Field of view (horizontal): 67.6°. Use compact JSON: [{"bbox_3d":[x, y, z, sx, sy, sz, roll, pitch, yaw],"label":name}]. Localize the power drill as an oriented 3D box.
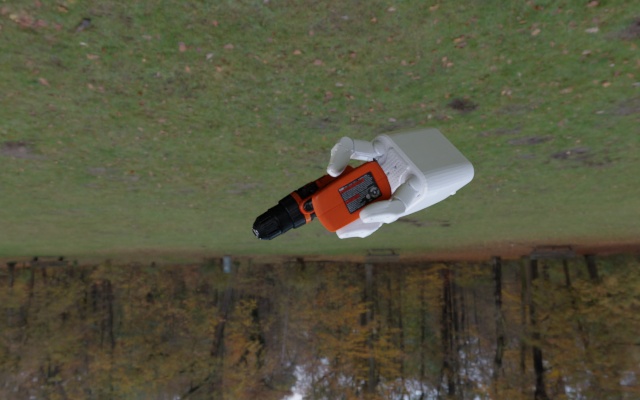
[{"bbox_3d":[0.000,0.002,0.658,0.184,0.057,0.187,-32,10,-16],"label":"power drill"}]
